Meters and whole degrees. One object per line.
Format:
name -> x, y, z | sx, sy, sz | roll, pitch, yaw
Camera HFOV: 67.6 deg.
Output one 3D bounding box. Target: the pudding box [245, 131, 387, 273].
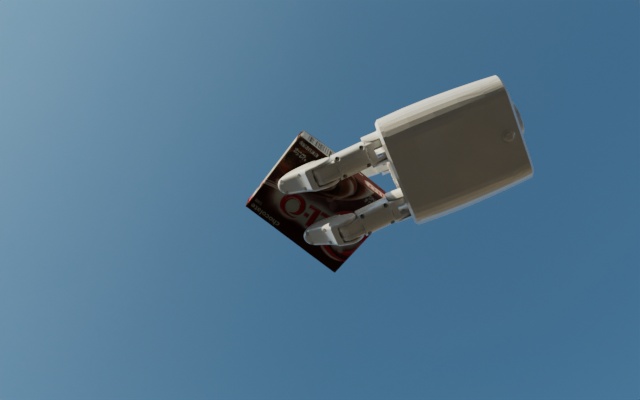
pudding box -> 0.000, 0.001, 0.460 | 0.113, 0.090, 0.039 | 38, 20, -6
